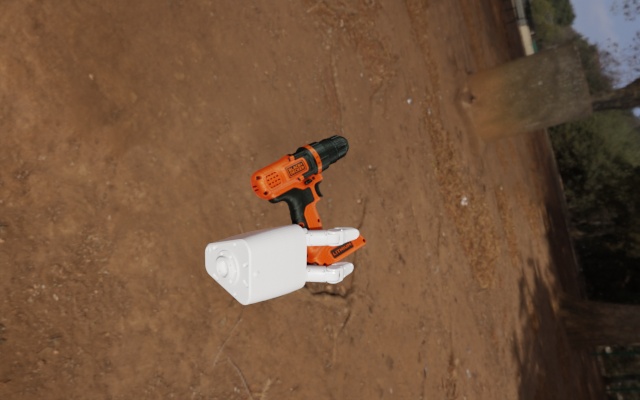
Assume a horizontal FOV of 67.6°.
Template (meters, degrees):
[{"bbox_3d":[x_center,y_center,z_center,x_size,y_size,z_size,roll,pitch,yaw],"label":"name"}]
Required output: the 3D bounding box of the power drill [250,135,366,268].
[{"bbox_3d":[0.000,0.003,0.771,0.184,0.187,0.057,-29,6,-26],"label":"power drill"}]
